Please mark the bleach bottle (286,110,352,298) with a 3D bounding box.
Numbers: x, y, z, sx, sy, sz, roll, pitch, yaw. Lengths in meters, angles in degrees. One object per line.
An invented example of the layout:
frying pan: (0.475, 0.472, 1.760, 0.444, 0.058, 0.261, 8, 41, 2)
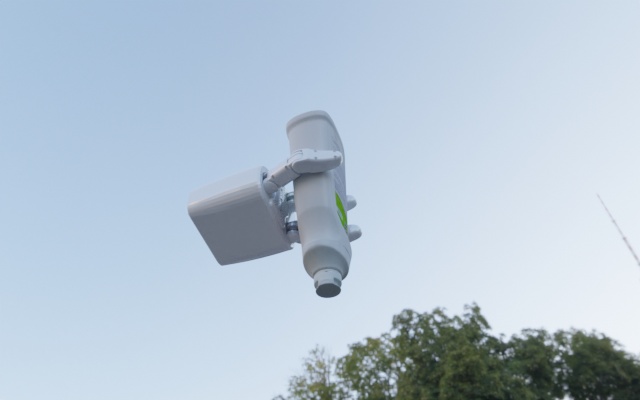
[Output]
bleach bottle: (0.000, 0.002, 0.594, 0.068, 0.250, 0.103, -17, -45, 14)
